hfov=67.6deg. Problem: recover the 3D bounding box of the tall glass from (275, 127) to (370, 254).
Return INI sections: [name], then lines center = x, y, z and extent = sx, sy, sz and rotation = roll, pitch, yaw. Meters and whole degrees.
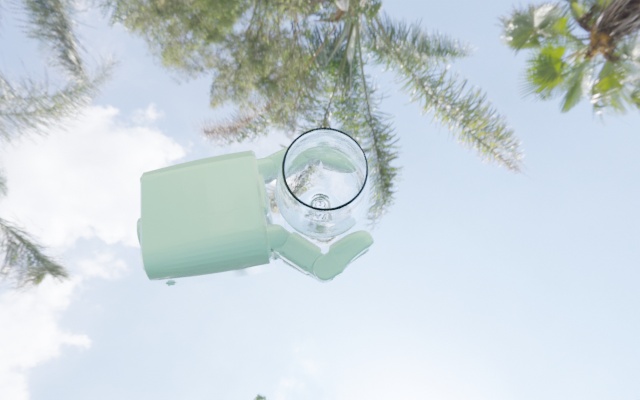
[tall glass]
center = 0.000, 0.001, 0.432
extent = 0.079, 0.079, 0.201
rotation = 0, -14, -2
